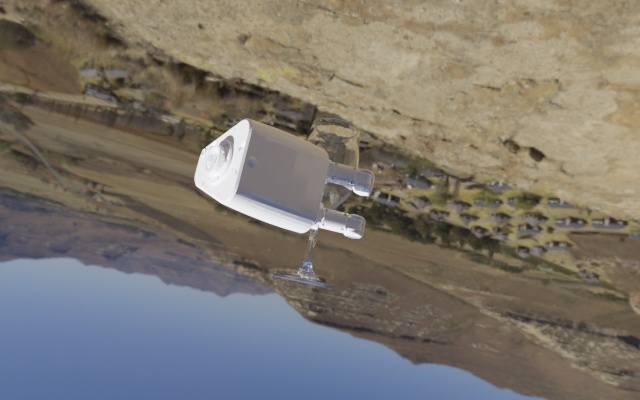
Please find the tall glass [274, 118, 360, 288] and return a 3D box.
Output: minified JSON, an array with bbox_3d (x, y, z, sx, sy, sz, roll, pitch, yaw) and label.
[{"bbox_3d":[0.000,0.003,0.592,0.079,0.201,0.079,12,-11,2],"label":"tall glass"}]
